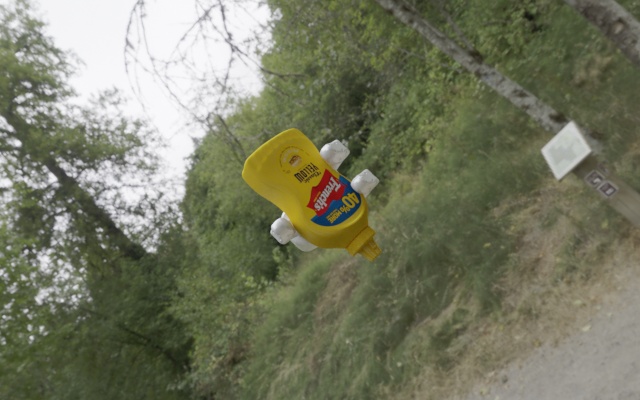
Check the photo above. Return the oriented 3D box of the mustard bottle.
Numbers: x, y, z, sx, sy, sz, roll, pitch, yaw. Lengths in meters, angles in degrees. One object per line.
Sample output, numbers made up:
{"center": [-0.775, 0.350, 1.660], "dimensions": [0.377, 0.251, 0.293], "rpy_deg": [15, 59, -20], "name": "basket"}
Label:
{"center": [0.000, 0.002, 0.588], "dimensions": [0.096, 0.191, 0.058], "rpy_deg": [-39, -11, -34], "name": "mustard bottle"}
